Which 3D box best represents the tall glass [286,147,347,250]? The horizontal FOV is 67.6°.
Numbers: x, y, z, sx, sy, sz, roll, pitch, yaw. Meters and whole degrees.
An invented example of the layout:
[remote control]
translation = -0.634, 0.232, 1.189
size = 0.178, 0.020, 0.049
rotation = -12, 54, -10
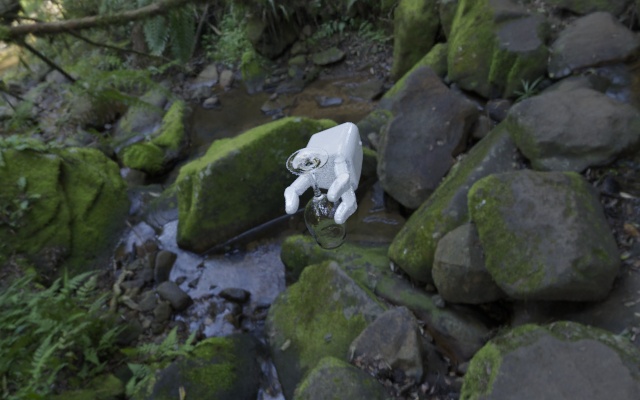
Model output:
[tall glass]
translation = 0.000, 0.002, 0.879
size = 0.079, 0.201, 0.079
rotation = -10, 41, 9
